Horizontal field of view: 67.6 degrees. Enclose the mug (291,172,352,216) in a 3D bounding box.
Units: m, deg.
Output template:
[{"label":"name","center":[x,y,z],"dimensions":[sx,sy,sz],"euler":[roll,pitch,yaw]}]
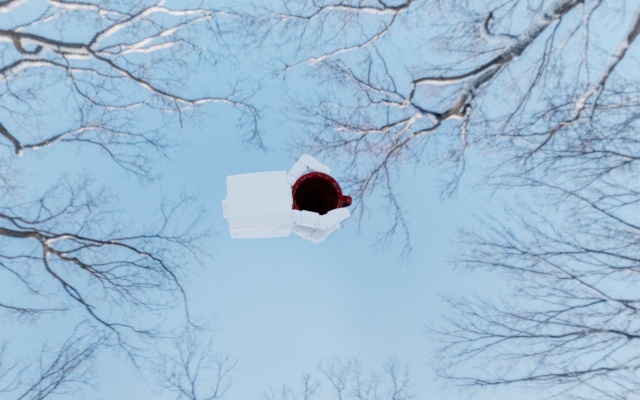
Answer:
[{"label":"mug","center":[0.002,0.003,0.881],"dimensions":[0.117,0.093,0.081],"euler":[-3,-15,-10]}]
